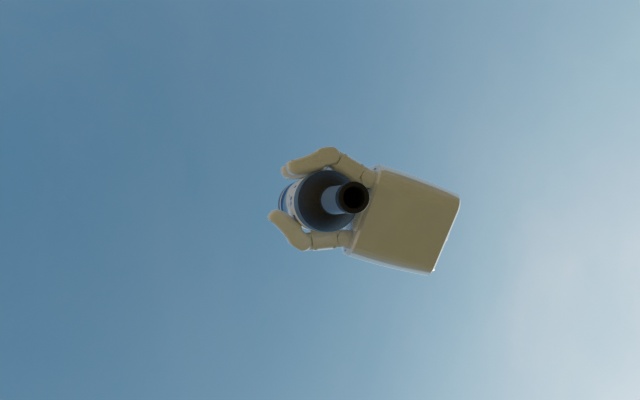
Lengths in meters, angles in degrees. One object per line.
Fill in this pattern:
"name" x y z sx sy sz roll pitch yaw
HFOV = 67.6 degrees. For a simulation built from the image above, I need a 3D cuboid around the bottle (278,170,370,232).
"bottle" 0.000 0.002 0.542 0.069 0.069 0.296 0 -2 -11
